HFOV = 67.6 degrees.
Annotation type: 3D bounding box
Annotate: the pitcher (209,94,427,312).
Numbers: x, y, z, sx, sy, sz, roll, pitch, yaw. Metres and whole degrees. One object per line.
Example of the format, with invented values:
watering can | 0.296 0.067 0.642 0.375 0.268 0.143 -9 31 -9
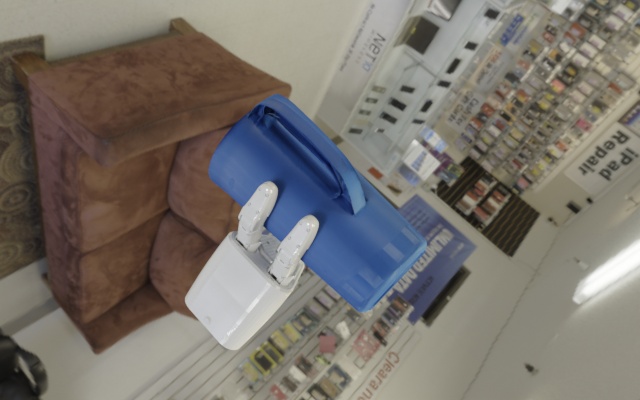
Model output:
pitcher | 0.000 0.002 0.537 0.243 0.145 0.149 43 15 13
